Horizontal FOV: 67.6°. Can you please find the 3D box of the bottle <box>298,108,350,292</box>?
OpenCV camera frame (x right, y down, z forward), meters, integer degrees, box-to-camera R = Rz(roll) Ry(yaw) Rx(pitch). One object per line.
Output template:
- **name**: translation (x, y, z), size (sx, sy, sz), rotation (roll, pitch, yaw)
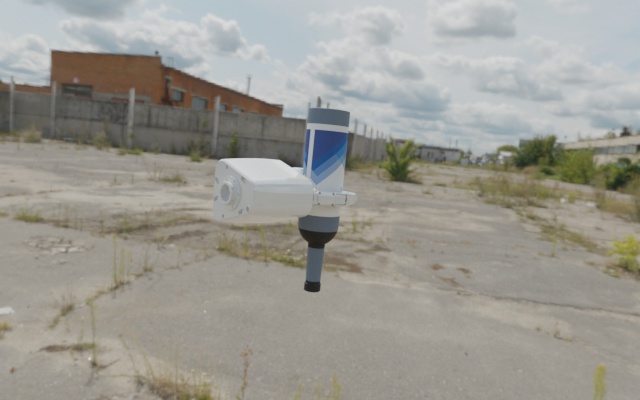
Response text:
- **bottle**: translation (0.000, 0.002, 0.773), size (0.069, 0.296, 0.069), rotation (6, 6, -1)
